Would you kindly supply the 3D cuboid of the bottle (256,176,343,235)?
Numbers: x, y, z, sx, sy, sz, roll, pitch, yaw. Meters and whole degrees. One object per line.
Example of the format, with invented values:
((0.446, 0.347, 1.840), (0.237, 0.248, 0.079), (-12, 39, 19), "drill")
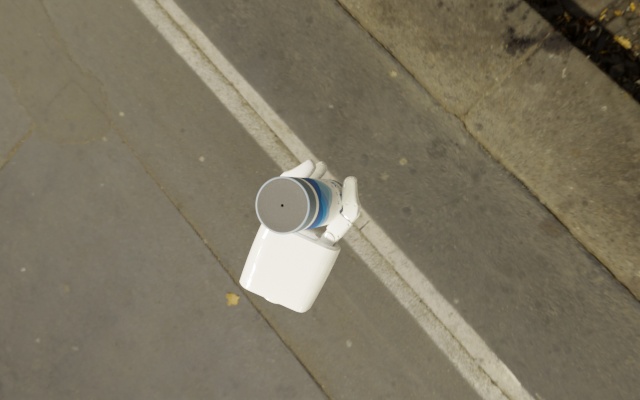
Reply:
((0.000, 0.002, 0.679), (0.069, 0.069, 0.295), (0, 1, 17), "bottle")
